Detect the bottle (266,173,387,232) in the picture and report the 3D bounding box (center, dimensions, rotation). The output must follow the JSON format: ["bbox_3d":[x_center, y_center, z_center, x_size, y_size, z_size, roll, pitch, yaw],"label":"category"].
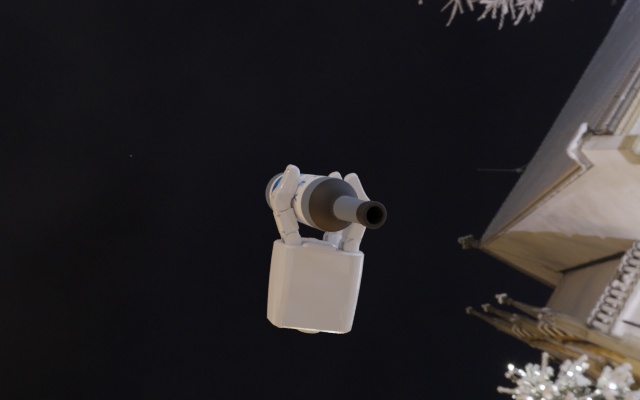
[{"bbox_3d":[0.000,0.002,0.611,0.069,0.069,0.295,0,5,-22],"label":"bottle"}]
